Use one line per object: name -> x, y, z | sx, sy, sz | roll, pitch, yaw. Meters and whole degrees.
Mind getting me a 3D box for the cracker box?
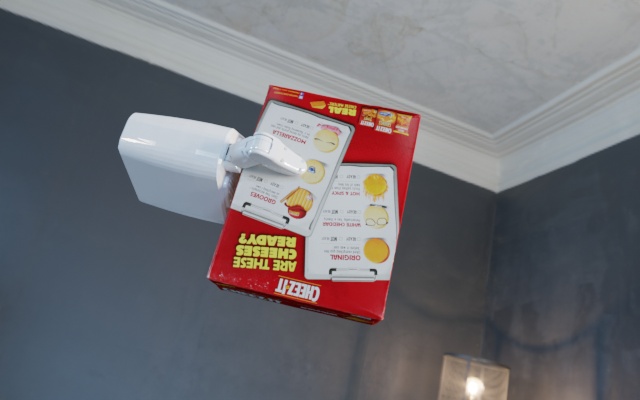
cracker box -> 0.000, 0.001, 0.486 | 0.164, 0.213, 0.072 | 12, -19, 5
